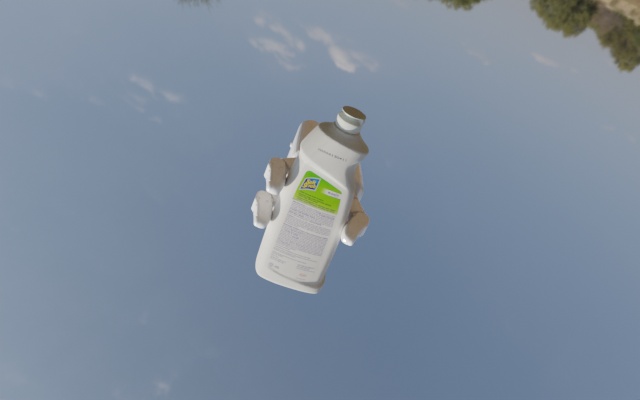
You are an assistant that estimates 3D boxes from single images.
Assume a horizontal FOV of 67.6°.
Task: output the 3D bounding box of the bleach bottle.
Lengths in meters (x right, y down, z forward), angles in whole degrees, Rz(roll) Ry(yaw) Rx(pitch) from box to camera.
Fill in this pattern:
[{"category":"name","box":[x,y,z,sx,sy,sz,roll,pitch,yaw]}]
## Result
[{"category":"bleach bottle","box":[0.000,0.002,0.595,0.102,0.251,0.068,19,32,-11]}]
